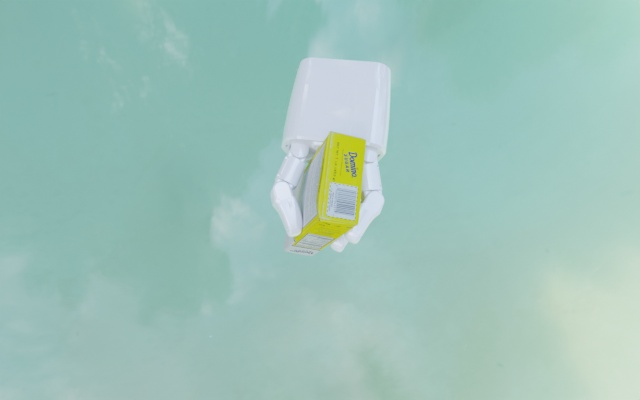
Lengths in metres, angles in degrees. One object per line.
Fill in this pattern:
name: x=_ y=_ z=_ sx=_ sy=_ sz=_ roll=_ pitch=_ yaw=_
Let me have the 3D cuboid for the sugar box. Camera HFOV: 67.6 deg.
sugar box: x=0.001 y=0.002 z=0.538 sx=0.048 sy=0.093 sz=0.176 roll=11 pitch=-18 yaw=-10
